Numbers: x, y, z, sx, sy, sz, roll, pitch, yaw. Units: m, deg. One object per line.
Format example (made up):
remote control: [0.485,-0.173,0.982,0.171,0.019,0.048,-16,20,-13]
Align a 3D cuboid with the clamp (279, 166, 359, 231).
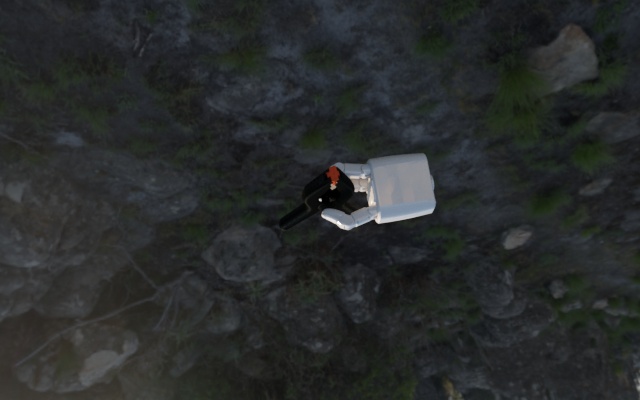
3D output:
clamp: [0.001,0.003,0.868,0.164,0.036,0.210,-11,-24,-5]
